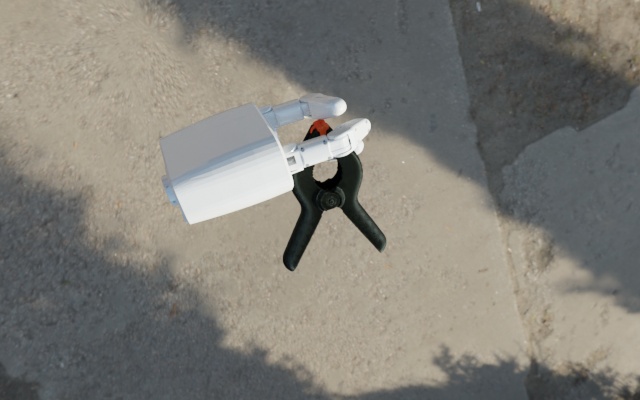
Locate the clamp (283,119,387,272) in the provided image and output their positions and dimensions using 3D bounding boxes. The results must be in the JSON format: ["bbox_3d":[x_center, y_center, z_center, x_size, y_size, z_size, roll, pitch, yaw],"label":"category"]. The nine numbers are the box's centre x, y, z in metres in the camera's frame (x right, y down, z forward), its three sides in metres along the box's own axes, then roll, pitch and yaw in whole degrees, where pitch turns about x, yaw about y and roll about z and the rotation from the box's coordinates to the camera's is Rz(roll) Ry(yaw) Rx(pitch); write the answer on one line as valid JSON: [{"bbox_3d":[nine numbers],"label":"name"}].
[{"bbox_3d":[0.000,0.002,0.517,0.120,0.171,0.039,-21,24,-9],"label":"clamp"}]
